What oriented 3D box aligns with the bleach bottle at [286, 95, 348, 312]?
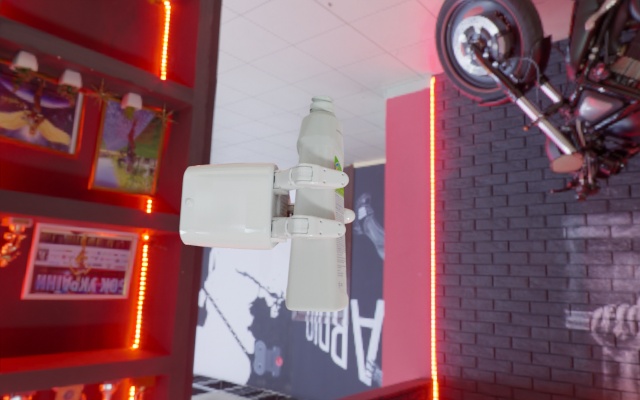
[{"bbox_3d":[0.000,0.002,0.571,0.068,0.250,0.102,0,-9,9],"label":"bleach bottle"}]
